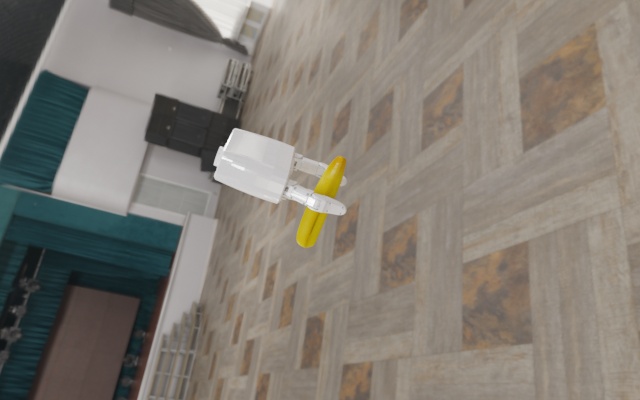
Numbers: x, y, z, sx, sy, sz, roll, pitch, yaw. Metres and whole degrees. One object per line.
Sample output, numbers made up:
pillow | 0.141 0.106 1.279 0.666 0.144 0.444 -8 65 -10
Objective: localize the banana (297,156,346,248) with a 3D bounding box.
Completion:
banana | -0.005 0.016 0.781 0.037 0.198 0.069 22 40 0
